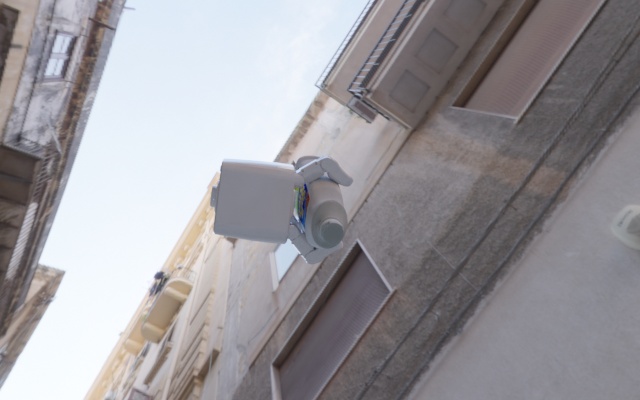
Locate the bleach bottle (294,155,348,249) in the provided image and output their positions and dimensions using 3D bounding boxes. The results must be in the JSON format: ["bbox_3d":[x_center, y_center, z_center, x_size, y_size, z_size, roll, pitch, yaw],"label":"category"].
[{"bbox_3d":[0.000,0.002,0.721,0.068,0.102,0.250,8,13,-10],"label":"bleach bottle"}]
